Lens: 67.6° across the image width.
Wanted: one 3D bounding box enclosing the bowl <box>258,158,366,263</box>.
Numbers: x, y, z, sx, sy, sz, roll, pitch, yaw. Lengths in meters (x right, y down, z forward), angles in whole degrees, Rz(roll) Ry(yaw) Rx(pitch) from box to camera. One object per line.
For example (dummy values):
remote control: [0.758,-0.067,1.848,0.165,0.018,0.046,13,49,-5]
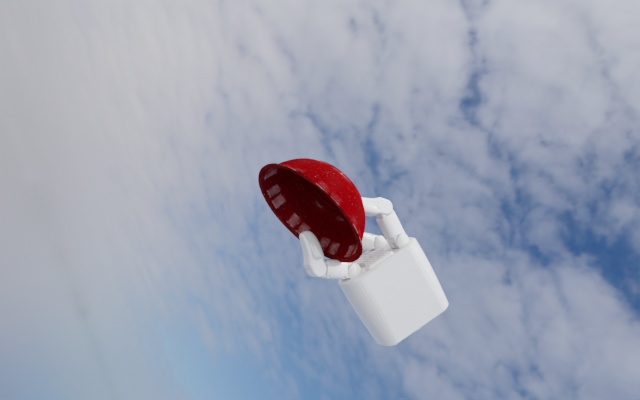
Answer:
bowl: [0.000,0.001,0.592,0.055,0.162,0.162,-47,25,-25]
